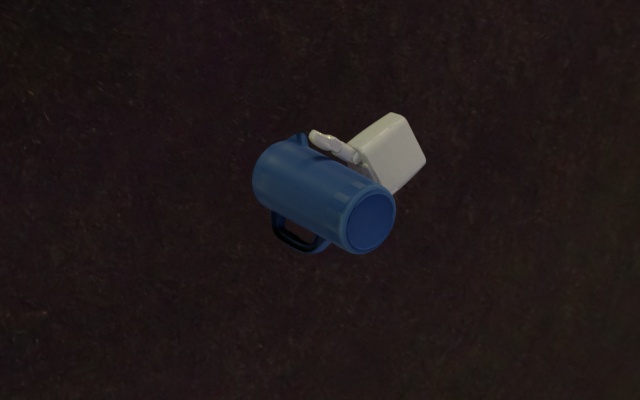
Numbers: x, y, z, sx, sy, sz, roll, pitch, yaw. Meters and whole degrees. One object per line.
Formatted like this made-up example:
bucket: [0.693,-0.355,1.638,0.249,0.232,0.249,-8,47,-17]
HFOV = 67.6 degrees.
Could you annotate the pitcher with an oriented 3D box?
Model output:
pitcher: [0.000,0.002,0.773,0.145,0.149,0.242,-38,38,-18]
